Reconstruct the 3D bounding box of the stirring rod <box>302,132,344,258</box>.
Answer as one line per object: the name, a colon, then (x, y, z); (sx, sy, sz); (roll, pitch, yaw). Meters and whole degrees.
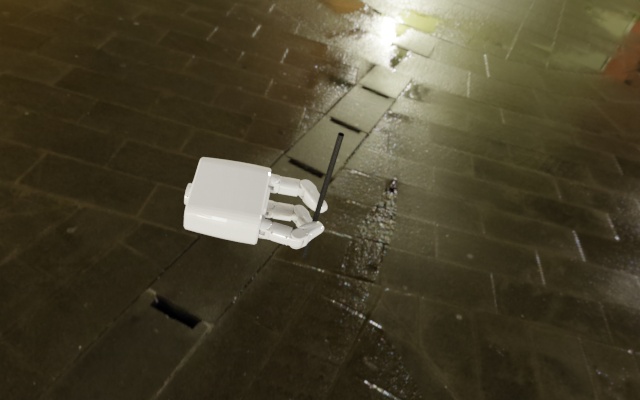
stirring rod: (0.000, 0.002, 0.685); (0.011, 0.240, 0.011); (9, 42, -8)
